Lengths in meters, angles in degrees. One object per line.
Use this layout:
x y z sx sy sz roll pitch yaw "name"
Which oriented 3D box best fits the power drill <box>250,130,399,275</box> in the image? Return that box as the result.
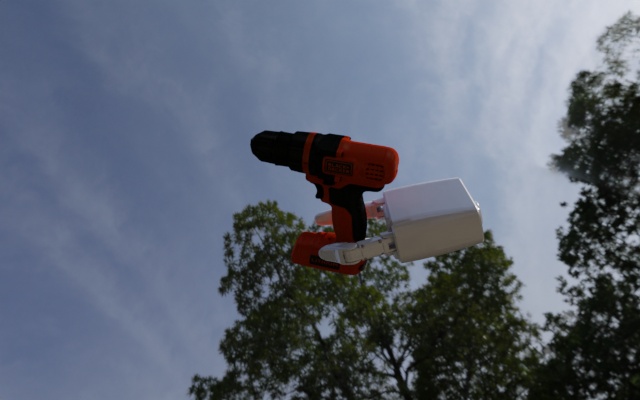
0.000 0.002 0.616 0.184 0.188 0.057 11 36 13 "power drill"
